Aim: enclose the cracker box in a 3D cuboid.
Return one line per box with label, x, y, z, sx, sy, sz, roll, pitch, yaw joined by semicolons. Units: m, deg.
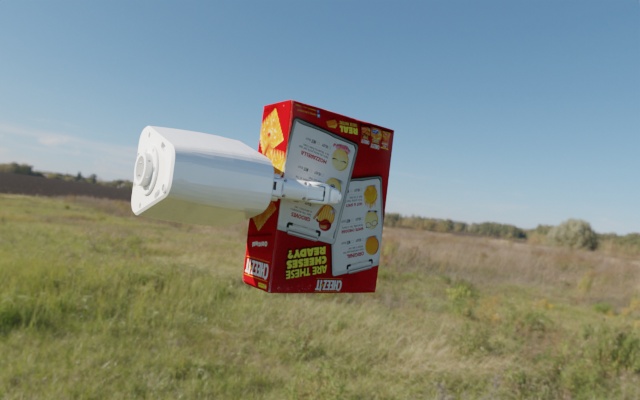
cracker box;0.000;0.002;0.589;0.164;0.213;0.072;8;-2;-37
